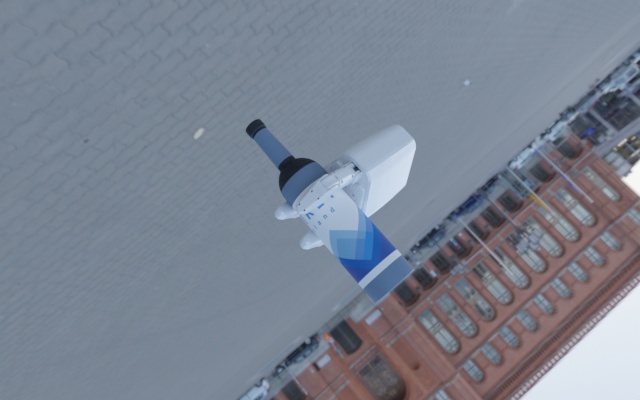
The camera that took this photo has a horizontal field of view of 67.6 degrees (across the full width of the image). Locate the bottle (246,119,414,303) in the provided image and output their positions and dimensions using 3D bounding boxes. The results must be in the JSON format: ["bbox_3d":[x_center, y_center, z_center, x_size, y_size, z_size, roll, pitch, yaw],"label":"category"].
[{"bbox_3d":[0.000,0.002,0.640,0.069,0.295,0.069,-39,-13,-11],"label":"bottle"}]
